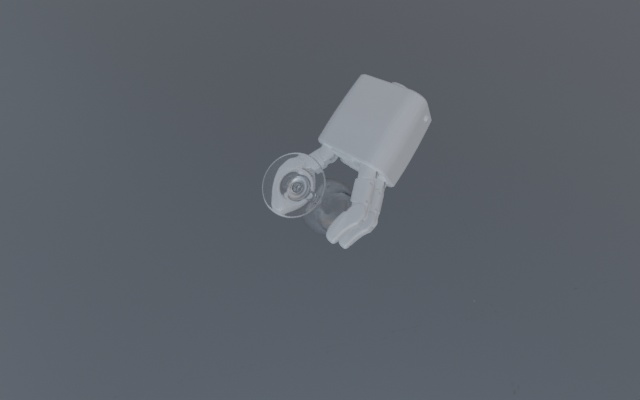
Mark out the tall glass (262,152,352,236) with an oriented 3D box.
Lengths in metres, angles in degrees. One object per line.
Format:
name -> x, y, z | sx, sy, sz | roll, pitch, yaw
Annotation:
tall glass -> 0.000, 0.002, 0.614 | 0.079, 0.079, 0.201 | 0, -11, 18
